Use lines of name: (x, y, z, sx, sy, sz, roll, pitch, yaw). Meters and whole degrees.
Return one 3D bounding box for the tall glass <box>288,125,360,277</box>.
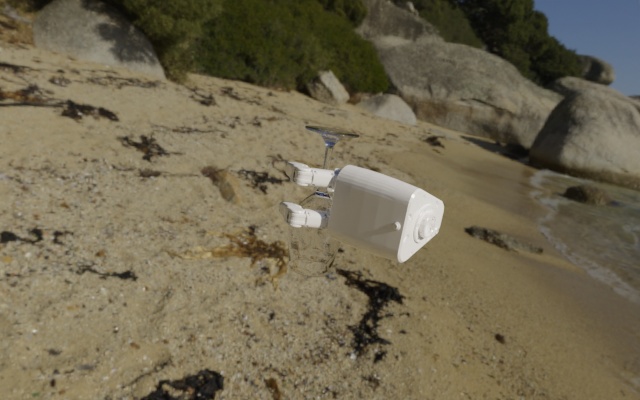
tall glass: (0.000, 0.001, 0.663, 0.079, 0.201, 0.079, 9, 14, -2)
